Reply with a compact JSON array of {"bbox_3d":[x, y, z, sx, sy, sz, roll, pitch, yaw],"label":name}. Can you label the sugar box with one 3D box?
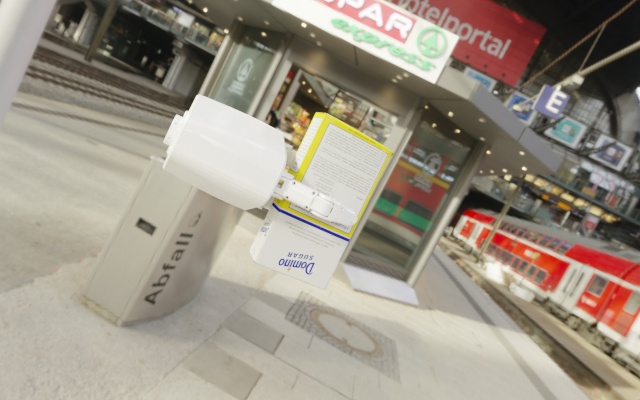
[{"bbox_3d":[0.000,0.001,0.534,0.093,0.176,0.048,26,6,-21],"label":"sugar box"}]
